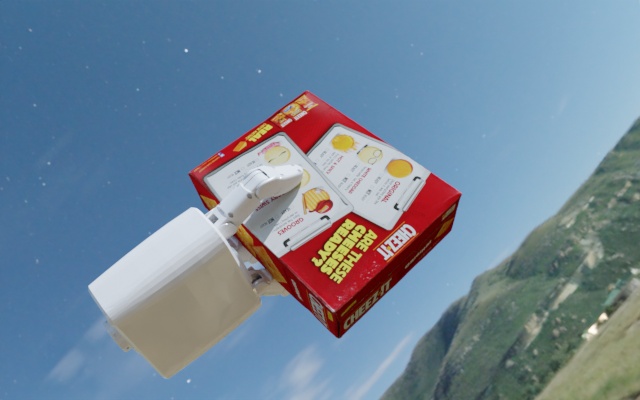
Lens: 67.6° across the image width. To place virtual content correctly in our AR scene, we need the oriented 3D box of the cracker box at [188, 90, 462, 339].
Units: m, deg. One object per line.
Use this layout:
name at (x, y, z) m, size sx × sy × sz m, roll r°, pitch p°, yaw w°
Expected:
cracker box at (0.000, 0.001, 0.476) m, size 0.213 × 0.164 × 0.072 m, roll 39°, pitch -23°, yaw 29°
